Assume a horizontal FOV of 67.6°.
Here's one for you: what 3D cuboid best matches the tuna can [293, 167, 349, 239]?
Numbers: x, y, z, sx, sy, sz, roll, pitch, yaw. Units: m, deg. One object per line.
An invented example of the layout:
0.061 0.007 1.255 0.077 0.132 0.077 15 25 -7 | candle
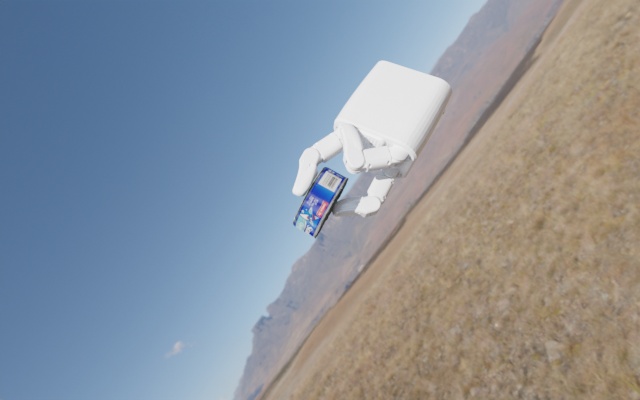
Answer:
0.000 0.002 0.593 0.034 0.086 0.086 29 2 4 | tuna can
